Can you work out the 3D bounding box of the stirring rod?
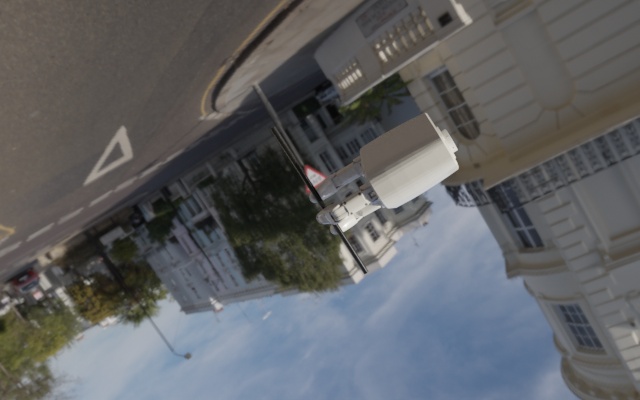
[{"bbox_3d":[0.000,0.002,0.659,0.011,0.239,0.011,-32,8,5],"label":"stirring rod"}]
